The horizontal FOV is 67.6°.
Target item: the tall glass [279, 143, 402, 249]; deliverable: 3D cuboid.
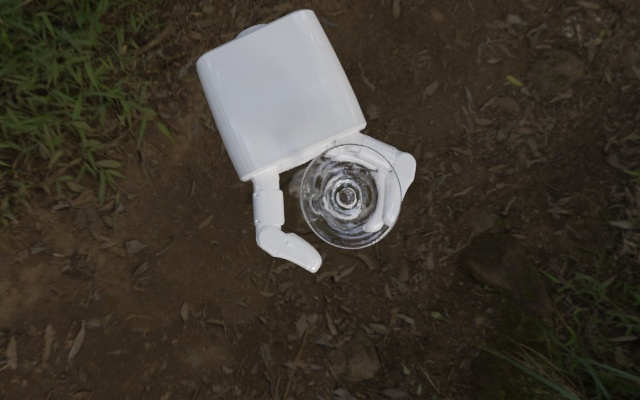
[{"bbox_3d":[0.000,0.002,0.429,0.079,0.079,0.201,0,-3,-13],"label":"tall glass"}]
